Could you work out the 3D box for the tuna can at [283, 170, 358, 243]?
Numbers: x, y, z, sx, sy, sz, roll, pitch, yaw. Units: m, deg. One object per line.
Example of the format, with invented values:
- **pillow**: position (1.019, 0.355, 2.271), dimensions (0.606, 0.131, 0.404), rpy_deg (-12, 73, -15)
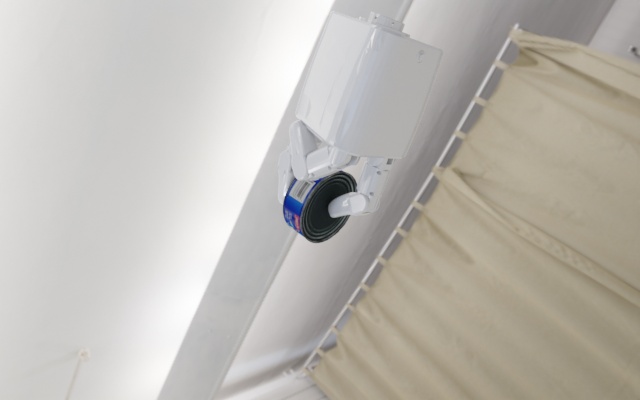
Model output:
- **tuna can**: position (0.000, 0.002, 0.527), dimensions (0.033, 0.086, 0.086), rpy_deg (32, 20, 36)
